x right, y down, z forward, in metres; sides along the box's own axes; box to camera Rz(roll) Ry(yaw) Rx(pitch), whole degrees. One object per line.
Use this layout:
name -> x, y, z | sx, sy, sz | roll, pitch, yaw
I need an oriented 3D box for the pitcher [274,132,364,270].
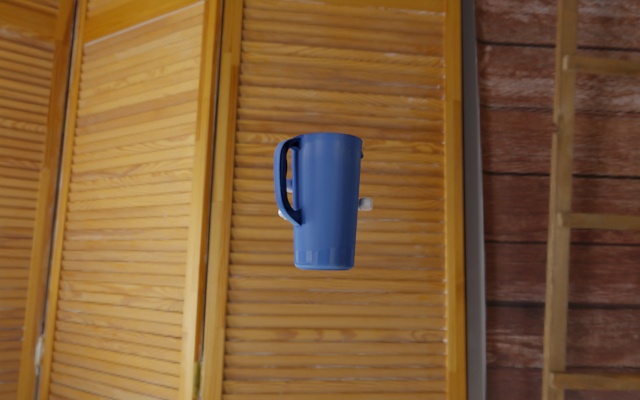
pitcher -> 0.000, 0.003, 0.865 | 0.149, 0.243, 0.145 | 0, -7, 9
